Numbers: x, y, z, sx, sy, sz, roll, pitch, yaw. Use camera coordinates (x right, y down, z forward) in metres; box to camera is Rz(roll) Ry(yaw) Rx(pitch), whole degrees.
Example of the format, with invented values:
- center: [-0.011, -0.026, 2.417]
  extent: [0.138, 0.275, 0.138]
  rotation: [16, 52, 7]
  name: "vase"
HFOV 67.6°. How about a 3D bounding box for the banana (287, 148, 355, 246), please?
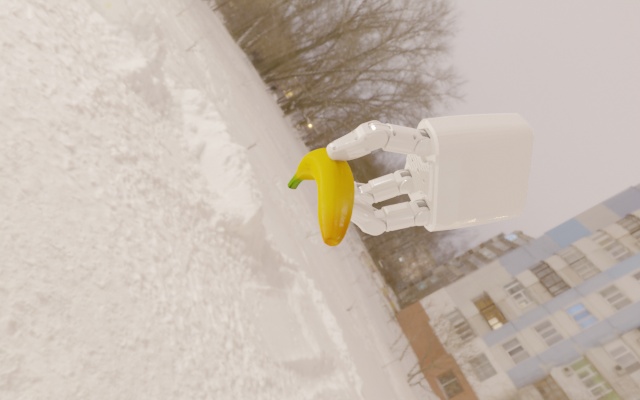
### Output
- center: [0.006, -0.017, 0.491]
  extent: [0.037, 0.069, 0.197]
  rotation: [17, 12, -16]
  name: "banana"
